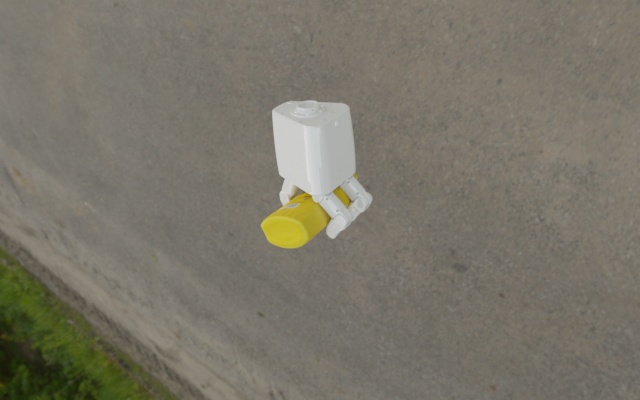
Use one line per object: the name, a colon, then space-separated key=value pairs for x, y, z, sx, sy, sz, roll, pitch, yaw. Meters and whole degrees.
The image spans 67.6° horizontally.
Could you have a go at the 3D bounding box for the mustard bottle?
mustard bottle: x=0.000 y=0.003 z=0.759 sx=0.096 sy=0.058 sz=0.191 roll=-10 pitch=22 yaw=45
